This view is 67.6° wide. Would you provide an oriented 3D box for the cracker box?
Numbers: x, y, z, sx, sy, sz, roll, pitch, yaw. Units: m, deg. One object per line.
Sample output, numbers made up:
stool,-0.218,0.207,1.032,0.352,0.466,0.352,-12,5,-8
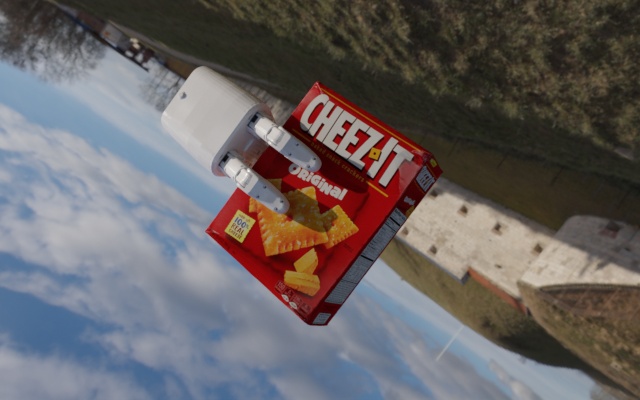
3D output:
cracker box,0.000,0.002,0.523,0.164,0.214,0.072,38,3,25
